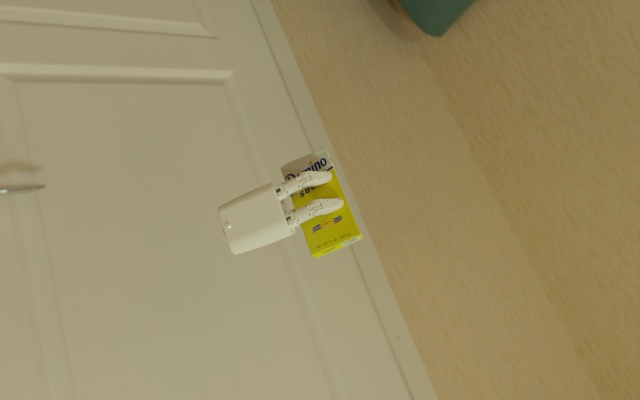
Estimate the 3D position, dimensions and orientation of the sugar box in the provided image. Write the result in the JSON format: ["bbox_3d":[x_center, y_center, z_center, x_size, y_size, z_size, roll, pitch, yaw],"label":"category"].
[{"bbox_3d":[0.000,0.003,0.846,0.093,0.176,0.048,-23,-18,4],"label":"sugar box"}]
